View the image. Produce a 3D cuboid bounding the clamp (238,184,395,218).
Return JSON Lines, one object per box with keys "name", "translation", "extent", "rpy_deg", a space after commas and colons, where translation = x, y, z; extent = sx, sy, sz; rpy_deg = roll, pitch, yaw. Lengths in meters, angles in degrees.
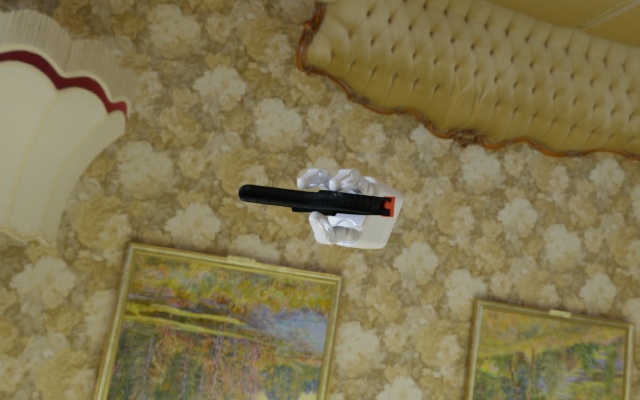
{"name": "clamp", "translation": [0.001, 0.003, 0.681], "extent": [0.210, 0.036, 0.164], "rpy_deg": [3, -5, 33]}
